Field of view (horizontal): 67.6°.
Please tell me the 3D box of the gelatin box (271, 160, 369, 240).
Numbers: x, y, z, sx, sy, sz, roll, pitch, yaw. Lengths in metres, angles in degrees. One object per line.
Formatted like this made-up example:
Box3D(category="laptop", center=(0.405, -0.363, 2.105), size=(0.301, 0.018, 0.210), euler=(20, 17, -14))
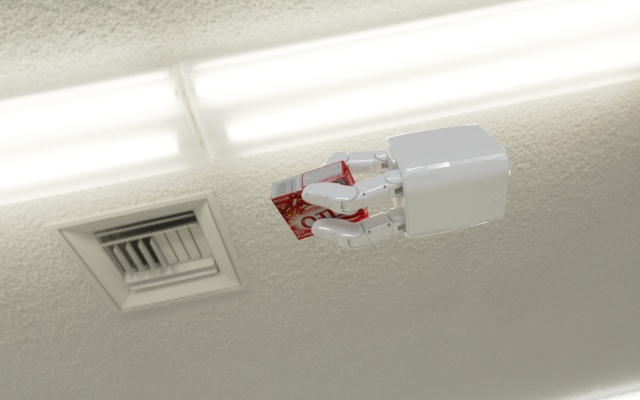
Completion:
Box3D(category="gelatin box", center=(0.000, 0.002, 0.530), size=(0.089, 0.030, 0.073), euler=(-17, -47, 15))
